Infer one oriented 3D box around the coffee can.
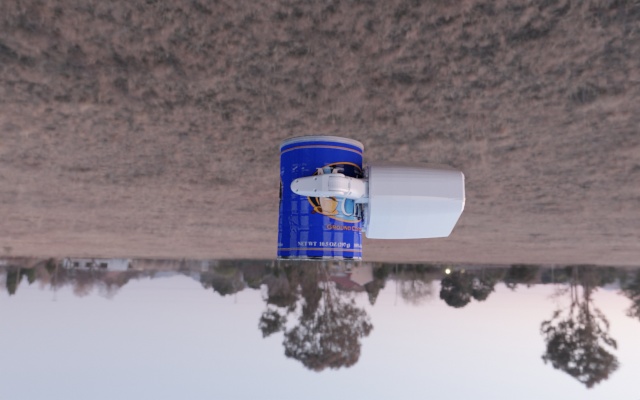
[{"bbox_3d":[0.000,0.002,0.578,0.103,0.140,0.103,1,-8,0],"label":"coffee can"}]
